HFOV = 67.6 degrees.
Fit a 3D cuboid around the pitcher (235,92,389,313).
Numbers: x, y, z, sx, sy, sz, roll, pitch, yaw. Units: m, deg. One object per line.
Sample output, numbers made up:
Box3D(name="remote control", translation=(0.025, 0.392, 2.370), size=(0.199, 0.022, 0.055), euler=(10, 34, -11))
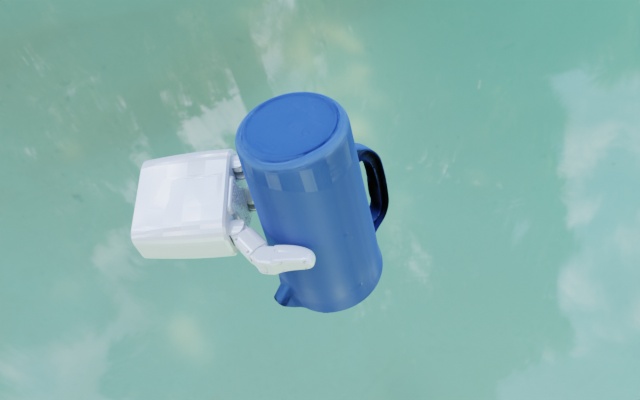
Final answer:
Box3D(name="pitcher", translation=(0.000, 0.002, 0.524), size=(0.145, 0.149, 0.243), euler=(-4, -41, 9))
